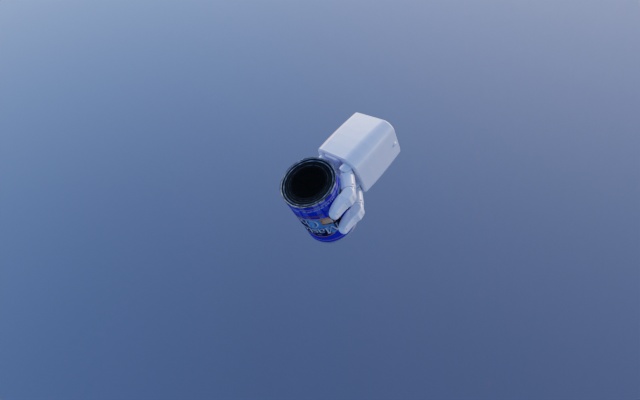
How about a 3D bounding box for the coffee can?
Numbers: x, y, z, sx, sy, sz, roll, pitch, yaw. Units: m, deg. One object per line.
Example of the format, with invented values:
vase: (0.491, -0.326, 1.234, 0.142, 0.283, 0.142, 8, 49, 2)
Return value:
coffee can: (0.000, 0.003, 0.863, 0.103, 0.102, 0.140, 0, -30, 21)
